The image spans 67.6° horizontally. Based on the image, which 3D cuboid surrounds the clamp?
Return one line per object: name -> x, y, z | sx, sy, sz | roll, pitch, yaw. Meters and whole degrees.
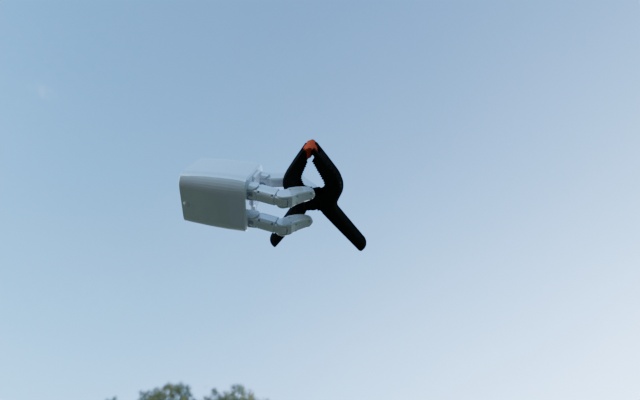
clamp -> 0.000, 0.002, 0.762 | 0.164, 0.210, 0.036 | 7, 37, 3
